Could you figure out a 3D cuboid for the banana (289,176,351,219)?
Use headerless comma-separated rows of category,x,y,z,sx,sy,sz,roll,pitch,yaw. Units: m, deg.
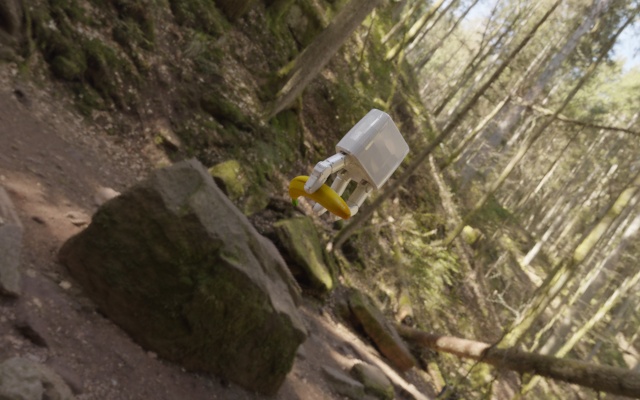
banana,-0.011,-0.012,0.875,0.037,0.070,0.198,-43,26,-17
